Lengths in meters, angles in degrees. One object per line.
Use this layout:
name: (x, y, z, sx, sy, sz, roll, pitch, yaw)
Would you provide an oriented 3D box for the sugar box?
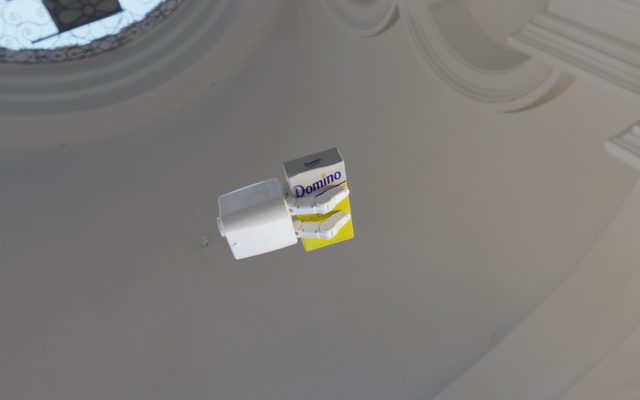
sugar box: (0.000, 0.003, 0.801, 0.093, 0.176, 0.048, -17, 45, -6)
